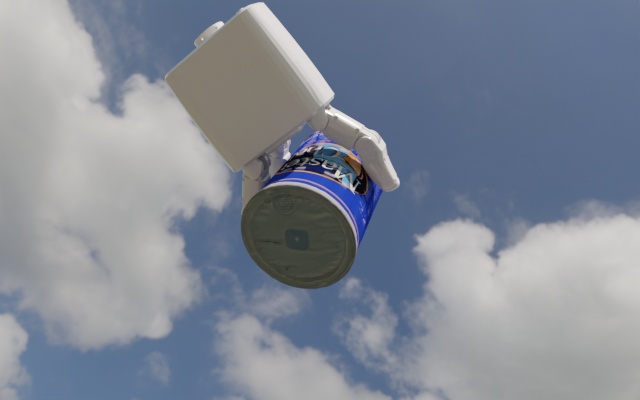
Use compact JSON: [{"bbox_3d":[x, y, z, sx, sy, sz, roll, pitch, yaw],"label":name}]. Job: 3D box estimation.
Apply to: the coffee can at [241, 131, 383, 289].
[{"bbox_3d":[0.000,0.002,0.457,0.103,0.103,0.140,0,27,19],"label":"coffee can"}]
